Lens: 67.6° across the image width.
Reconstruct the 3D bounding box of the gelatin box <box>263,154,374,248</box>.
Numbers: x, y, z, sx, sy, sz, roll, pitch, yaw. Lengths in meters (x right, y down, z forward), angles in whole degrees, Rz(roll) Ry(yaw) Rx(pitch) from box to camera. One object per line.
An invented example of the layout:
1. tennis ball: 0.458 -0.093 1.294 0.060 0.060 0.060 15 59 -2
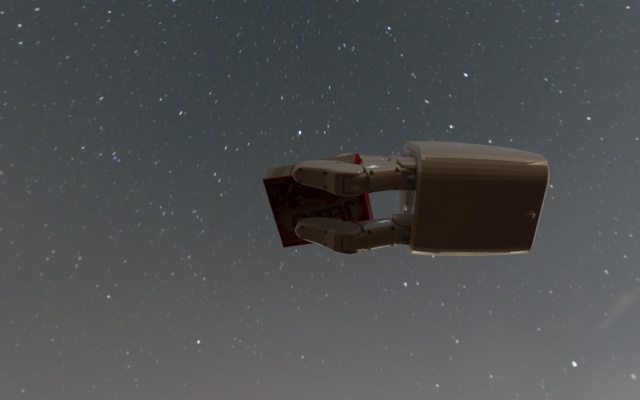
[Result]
1. gelatin box: 0.000 0.001 0.438 0.089 0.073 0.030 -8 27 13
